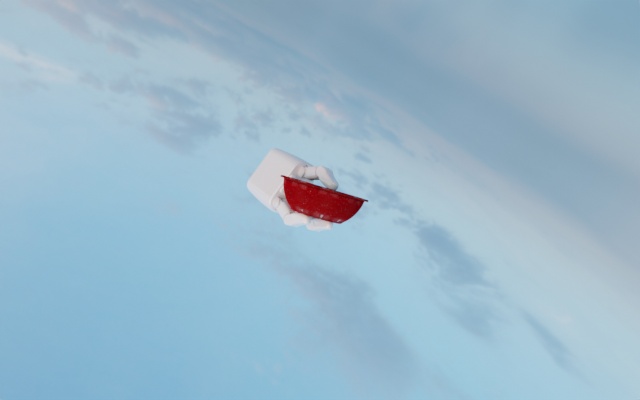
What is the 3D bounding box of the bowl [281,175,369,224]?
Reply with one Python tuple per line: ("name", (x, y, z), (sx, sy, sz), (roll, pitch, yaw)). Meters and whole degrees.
("bowl", (0.001, 0.003, 0.840), (0.162, 0.055, 0.162), (16, 1, 0))
